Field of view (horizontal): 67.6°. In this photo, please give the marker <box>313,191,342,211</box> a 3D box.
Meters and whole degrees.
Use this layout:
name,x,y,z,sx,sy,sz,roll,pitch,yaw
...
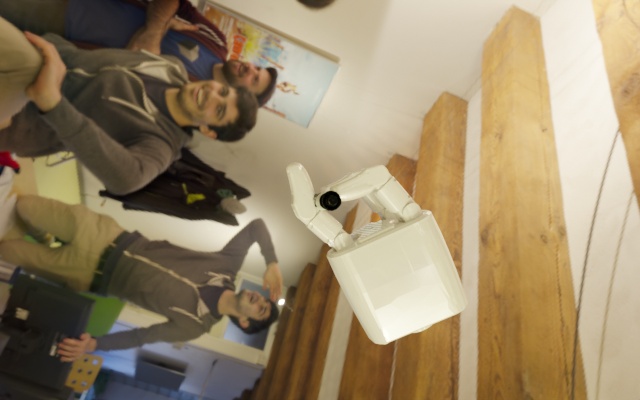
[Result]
name,x,y,z,sx,sy,sz,roll,pitch,yaw
marker,0.000,0.002,0.492,0.020,0.020,0.121,0,-1,-11
